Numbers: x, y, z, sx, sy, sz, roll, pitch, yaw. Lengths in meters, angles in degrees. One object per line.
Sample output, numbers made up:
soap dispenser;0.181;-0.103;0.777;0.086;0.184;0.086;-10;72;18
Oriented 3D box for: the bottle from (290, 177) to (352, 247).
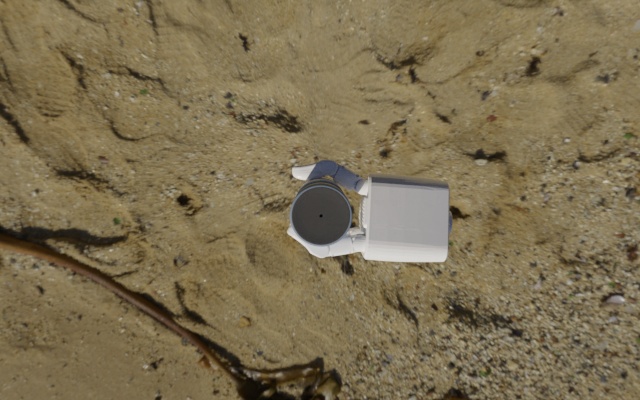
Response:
bottle;0.000;0.002;0.648;0.069;0.069;0.295;0;6;0
